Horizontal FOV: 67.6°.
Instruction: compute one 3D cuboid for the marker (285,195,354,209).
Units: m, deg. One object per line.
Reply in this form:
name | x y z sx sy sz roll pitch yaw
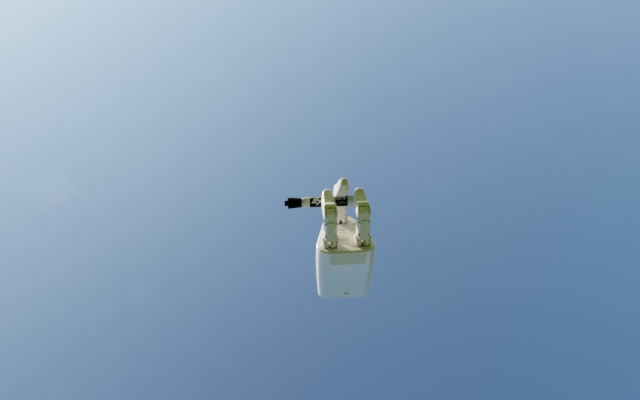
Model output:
marker | 0.000 0.003 0.804 0.121 0.020 0.020 -2 0 -6
